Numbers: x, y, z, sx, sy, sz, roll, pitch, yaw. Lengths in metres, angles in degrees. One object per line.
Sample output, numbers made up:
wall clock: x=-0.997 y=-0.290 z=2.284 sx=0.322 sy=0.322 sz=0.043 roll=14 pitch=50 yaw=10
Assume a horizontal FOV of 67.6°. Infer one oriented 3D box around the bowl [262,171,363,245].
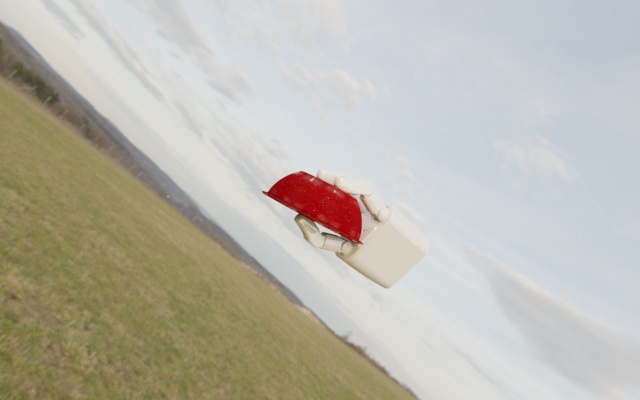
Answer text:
bowl: x=-0.001 y=0.001 z=0.680 sx=0.162 sy=0.055 sz=0.162 roll=27 pitch=0 yaw=0
